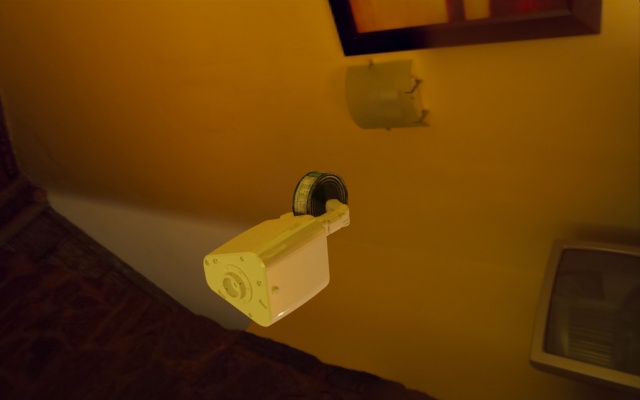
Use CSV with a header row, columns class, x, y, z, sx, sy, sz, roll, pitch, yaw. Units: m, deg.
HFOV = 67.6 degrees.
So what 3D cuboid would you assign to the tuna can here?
class,x,y,z,sx,sy,sz,roll,pitch,yaw
tuna can,0.000,0.002,0.670,0.034,0.086,0.086,9,6,39
